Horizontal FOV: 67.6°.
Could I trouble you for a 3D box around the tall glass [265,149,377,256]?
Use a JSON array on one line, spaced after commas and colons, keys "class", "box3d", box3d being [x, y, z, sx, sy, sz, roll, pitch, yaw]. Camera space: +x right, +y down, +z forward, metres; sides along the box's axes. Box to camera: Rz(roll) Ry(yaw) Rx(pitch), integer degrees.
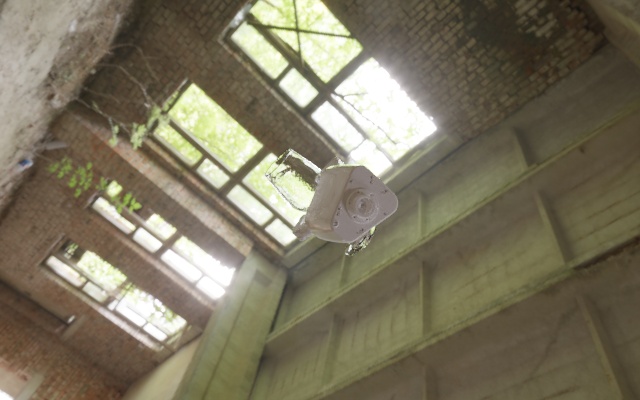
[{"class": "tall glass", "box3d": [0.001, 0.003, 0.805, 0.201, 0.079, 0.079, 43, -14, -16]}]
